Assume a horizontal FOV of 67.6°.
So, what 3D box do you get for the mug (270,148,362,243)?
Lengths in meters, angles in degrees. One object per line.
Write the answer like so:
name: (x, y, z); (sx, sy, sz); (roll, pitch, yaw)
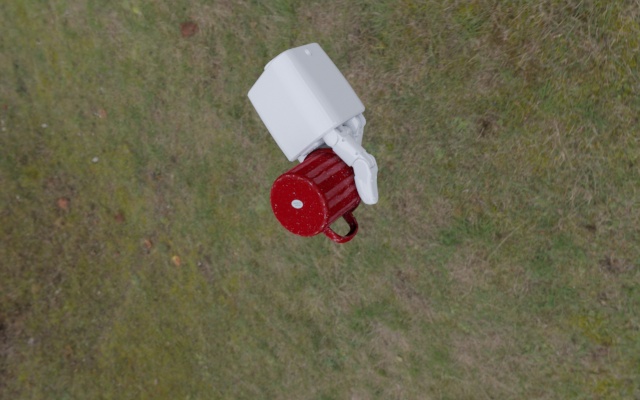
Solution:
mug: (0.001, 0.003, 0.577); (0.093, 0.117, 0.081); (-36, 1, 39)
